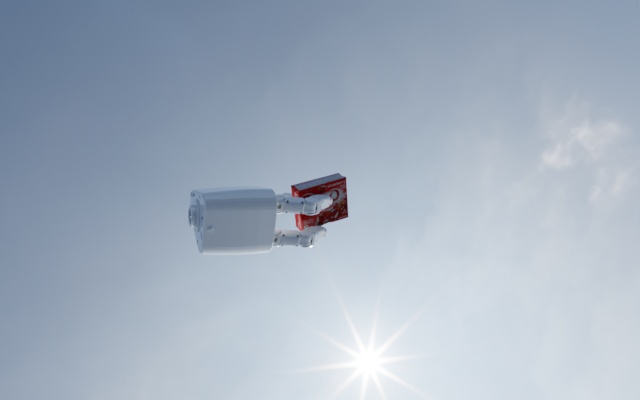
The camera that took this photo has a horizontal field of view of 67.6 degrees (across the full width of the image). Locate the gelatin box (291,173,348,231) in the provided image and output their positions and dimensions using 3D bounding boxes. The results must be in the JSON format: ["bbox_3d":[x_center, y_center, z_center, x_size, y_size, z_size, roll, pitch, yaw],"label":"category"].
[{"bbox_3d":[0.000,0.002,0.770,0.089,0.073,0.030,-16,27,-23],"label":"gelatin box"}]
